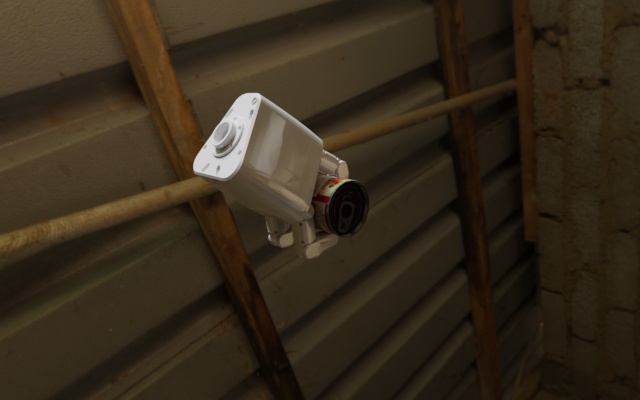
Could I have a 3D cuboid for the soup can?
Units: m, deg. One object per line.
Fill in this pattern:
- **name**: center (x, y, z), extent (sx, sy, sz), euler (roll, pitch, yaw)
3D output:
- **soup can**: center (0.000, 0.002, 0.591), extent (0.068, 0.068, 0.102), euler (0, 9, -42)
